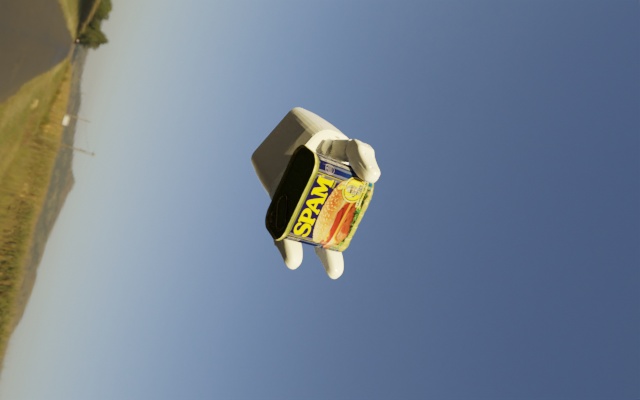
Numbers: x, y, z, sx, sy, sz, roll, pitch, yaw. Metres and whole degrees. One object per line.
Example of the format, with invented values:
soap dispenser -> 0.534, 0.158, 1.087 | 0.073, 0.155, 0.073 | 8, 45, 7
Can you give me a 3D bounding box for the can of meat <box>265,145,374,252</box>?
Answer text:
can of meat -> 0.000, 0.002, 0.522 | 0.084, 0.102, 0.057 | 18, 15, -32
